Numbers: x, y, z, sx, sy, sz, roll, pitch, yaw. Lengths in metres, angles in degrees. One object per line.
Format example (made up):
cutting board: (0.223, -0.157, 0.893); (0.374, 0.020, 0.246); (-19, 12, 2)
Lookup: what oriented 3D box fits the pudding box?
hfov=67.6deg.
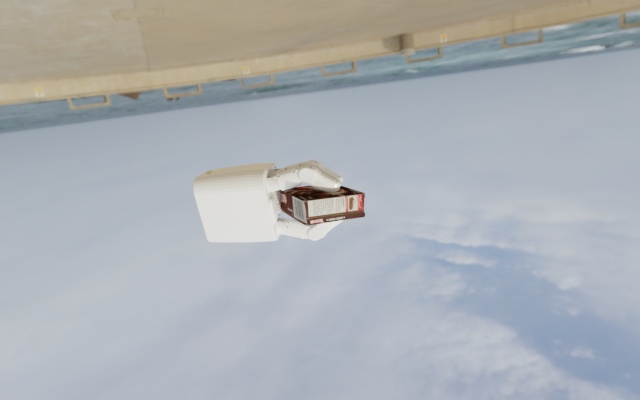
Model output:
pudding box: (0.000, 0.002, 0.682); (0.090, 0.039, 0.113); (-8, 14, -21)
